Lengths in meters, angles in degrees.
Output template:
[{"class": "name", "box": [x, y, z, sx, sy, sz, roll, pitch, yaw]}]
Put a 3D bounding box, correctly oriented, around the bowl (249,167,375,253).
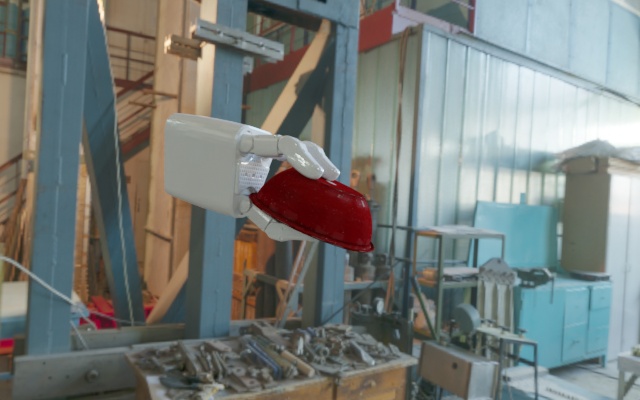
[{"class": "bowl", "box": [0.001, 0.002, 0.567, 0.162, 0.055, 0.162, 24, 8, -3]}]
